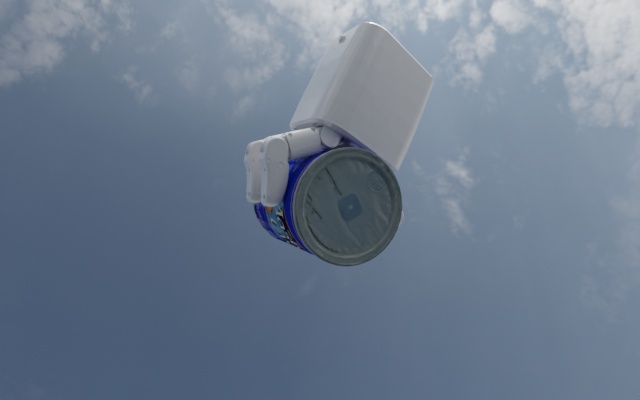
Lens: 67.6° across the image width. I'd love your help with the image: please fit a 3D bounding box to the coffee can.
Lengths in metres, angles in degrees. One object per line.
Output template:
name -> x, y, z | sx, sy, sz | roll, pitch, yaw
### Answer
coffee can -> 0.000, 0.002, 0.472 | 0.103, 0.103, 0.140 | 0, 4, -22
